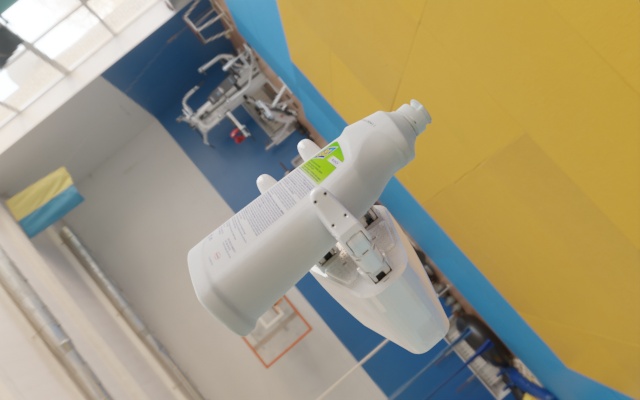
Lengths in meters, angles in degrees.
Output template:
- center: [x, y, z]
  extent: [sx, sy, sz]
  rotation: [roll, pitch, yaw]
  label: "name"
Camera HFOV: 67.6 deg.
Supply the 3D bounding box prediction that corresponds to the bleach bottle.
- center: [0.000, 0.001, 0.427]
  extent: [0.251, 0.068, 0.102]
  rotation: [-40, 31, -2]
  label: "bleach bottle"
